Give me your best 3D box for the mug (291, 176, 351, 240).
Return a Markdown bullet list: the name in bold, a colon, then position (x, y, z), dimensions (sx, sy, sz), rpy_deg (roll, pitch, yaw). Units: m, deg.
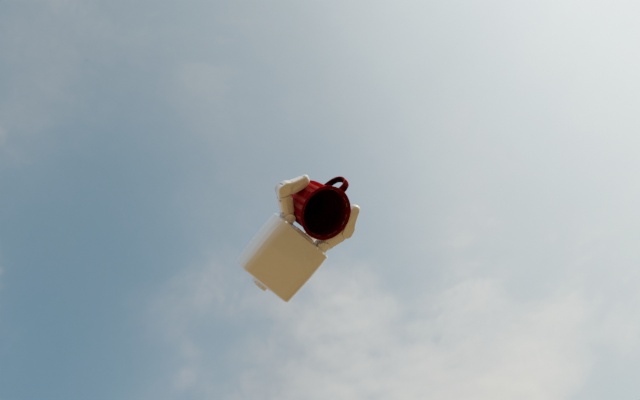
- **mug**: position (0.001, 0.002, 0.821), dimensions (0.093, 0.117, 0.081), rpy_deg (45, -8, -29)
